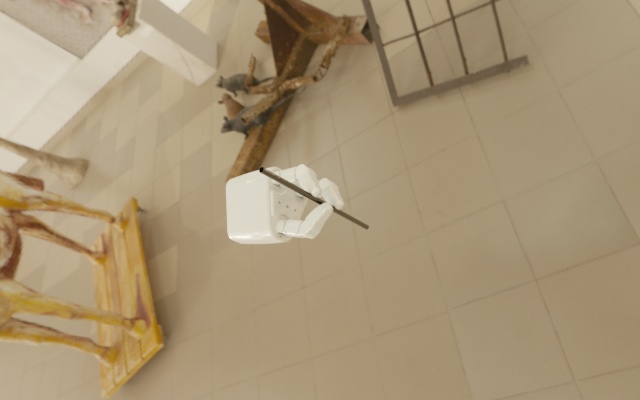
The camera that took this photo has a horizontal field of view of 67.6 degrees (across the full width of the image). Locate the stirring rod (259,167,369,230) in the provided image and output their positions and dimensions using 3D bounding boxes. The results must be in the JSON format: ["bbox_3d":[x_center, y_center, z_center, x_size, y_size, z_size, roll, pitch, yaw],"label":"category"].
[{"bbox_3d":[0.000,0.002,0.691,0.011,0.011,0.240,0,-20,42],"label":"stirring rod"}]
